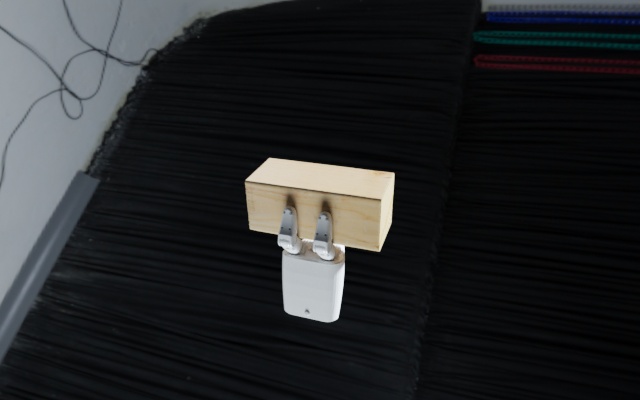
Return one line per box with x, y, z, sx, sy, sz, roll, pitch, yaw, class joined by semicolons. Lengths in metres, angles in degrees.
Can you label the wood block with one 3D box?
0.000;0.003;0.730;0.206;0.090;0.090;8;30;17;wood block
